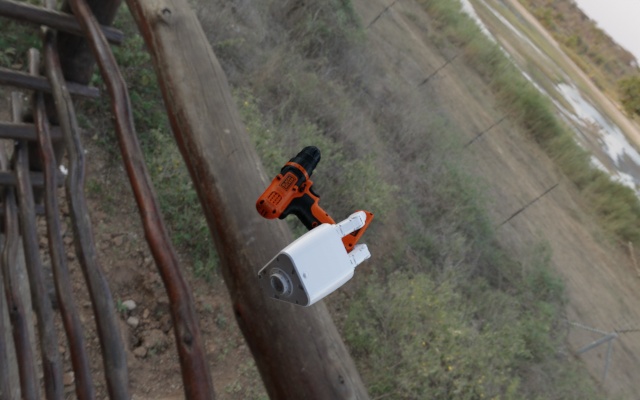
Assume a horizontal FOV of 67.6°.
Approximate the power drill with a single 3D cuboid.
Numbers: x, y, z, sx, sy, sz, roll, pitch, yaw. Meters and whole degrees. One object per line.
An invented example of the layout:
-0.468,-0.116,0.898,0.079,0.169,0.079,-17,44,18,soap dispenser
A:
0.000,0.003,0.867,0.187,0.184,0.057,36,-34,1,power drill
